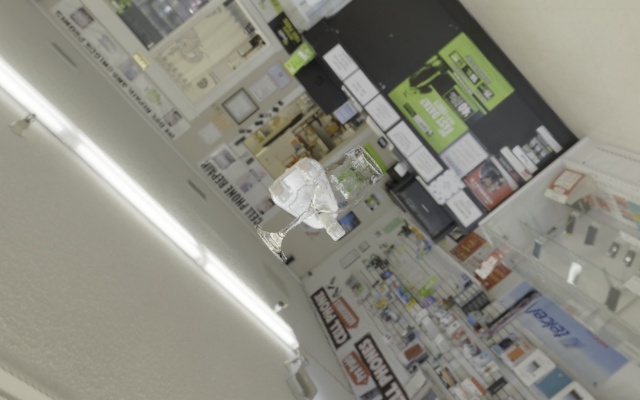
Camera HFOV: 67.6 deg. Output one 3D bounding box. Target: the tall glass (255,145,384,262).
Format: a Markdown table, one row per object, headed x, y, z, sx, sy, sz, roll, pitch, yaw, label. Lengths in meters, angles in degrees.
| x | y | z | sx | sy | sz | roll | pitch | yaw | label |
| --- | --- | --- | --- | --- | --- | --- | --- | --- | --- |
| 0.000 | 0.003 | 0.731 | 0.201 | 0.079 | 0.079 | -39 | -1 | 1 | tall glass |
